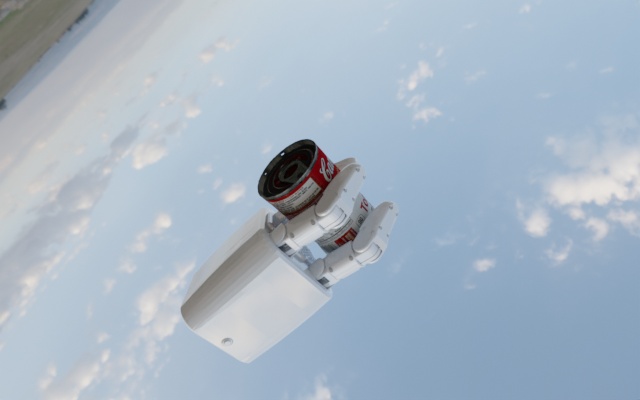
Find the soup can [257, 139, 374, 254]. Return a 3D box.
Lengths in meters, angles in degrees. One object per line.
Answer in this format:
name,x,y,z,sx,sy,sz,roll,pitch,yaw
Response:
soup can,0.001,0.001,0.448,0.068,0.068,0.102,0,-37,49
